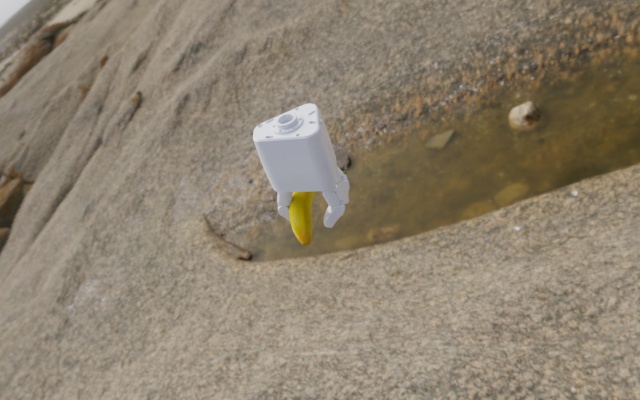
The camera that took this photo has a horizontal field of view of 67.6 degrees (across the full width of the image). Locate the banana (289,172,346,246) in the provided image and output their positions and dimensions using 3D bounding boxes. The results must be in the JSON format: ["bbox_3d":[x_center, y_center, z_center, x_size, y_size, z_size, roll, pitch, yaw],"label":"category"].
[{"bbox_3d":[-0.016,-0.004,0.830,0.069,0.037,0.197,16,46,14],"label":"banana"}]
